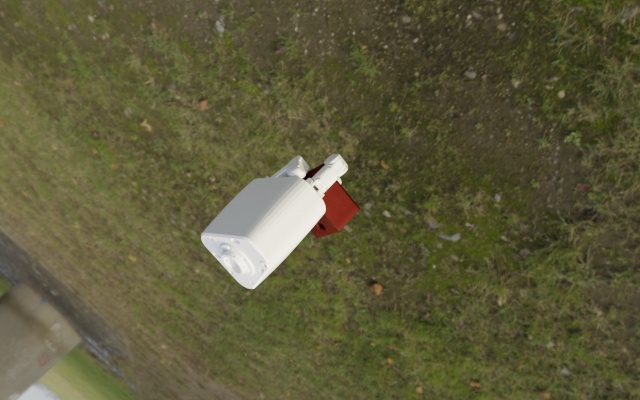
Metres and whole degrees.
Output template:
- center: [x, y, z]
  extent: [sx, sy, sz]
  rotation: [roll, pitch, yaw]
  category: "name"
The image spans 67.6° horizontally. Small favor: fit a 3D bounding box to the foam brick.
- center: [0.000, 0.002, 0.618]
  extent: [0.053, 0.078, 0.051]
  rotation: [-22, 22, 52]
  category: "foam brick"
